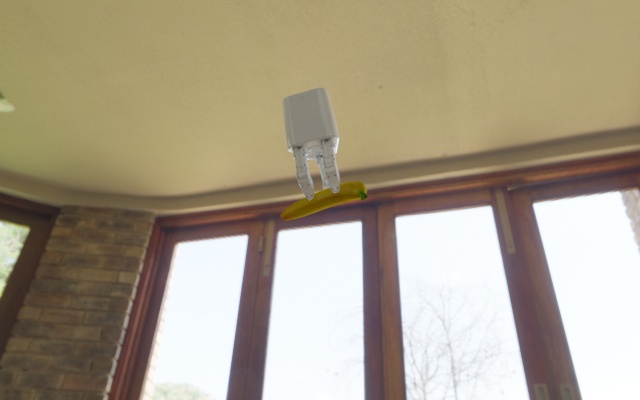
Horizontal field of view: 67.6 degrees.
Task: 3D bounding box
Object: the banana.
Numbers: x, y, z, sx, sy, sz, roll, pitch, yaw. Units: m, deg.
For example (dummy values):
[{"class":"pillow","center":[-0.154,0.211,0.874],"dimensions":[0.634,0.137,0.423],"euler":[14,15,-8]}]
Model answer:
[{"class":"banana","center":[0.013,-0.003,0.897],"dimensions":[0.198,0.037,0.069],"euler":[-18,5,35]}]
